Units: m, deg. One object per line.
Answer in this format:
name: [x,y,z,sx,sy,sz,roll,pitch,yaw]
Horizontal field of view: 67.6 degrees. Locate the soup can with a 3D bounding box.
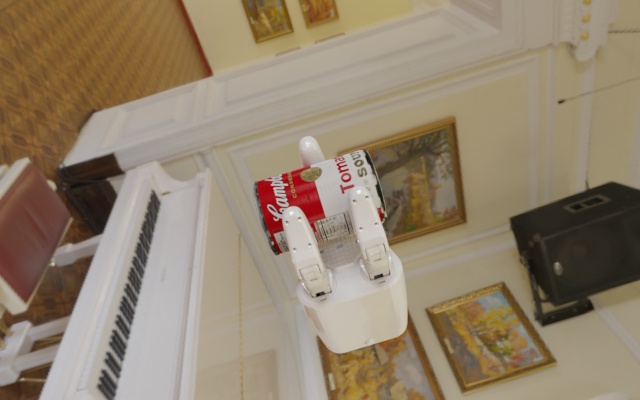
soup can: [0.000,0.001,0.417,0.102,0.068,0.068,-17,0,1]
